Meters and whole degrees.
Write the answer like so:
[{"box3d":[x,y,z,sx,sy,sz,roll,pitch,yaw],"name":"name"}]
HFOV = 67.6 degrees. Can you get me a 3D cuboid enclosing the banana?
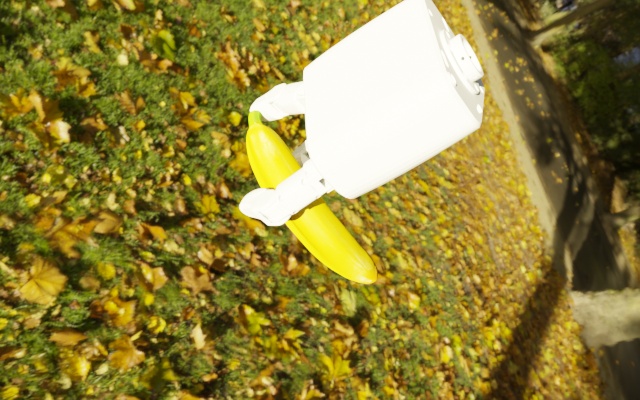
[{"box3d":[-0.008,0.006,0.421,0.037,0.198,0.069,-29,11,29],"name":"banana"}]
